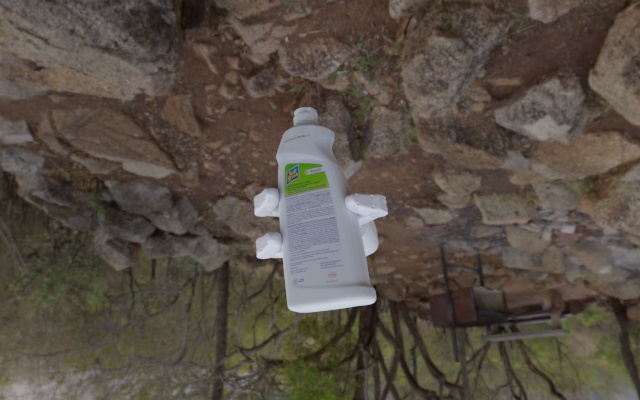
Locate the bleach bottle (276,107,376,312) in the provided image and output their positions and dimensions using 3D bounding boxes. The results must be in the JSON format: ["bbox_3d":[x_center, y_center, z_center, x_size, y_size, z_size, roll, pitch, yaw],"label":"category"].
[{"bbox_3d":[0.000,0.002,0.577,0.102,0.250,0.068,-11,-19,14],"label":"bleach bottle"}]
